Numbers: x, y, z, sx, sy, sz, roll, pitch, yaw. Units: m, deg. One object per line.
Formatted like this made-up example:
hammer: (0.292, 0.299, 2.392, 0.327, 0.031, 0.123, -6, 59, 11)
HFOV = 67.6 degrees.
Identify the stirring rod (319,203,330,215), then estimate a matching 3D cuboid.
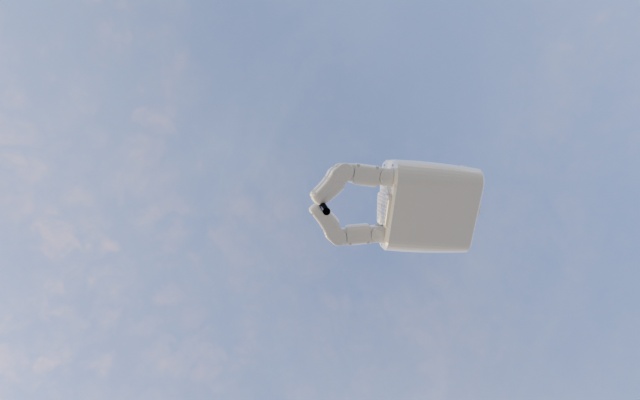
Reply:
stirring rod: (0.000, 0.002, 0.606, 0.011, 0.011, 0.239, 0, 4, -3)
